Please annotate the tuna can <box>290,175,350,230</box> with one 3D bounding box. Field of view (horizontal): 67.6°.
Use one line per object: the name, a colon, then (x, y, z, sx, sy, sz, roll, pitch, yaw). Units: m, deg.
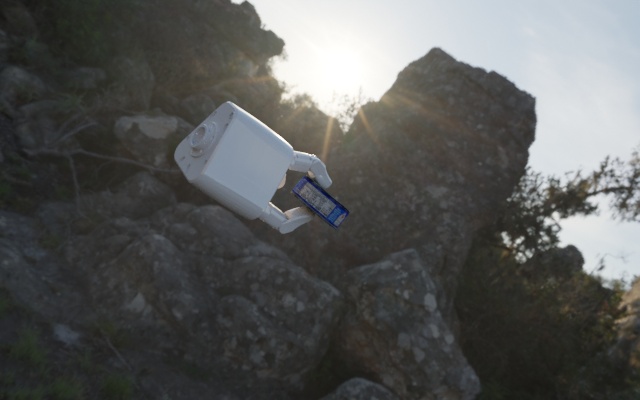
tuna can: (0.001, 0.002, 0.684, 0.086, 0.034, 0.086, 40, 0, 0)
